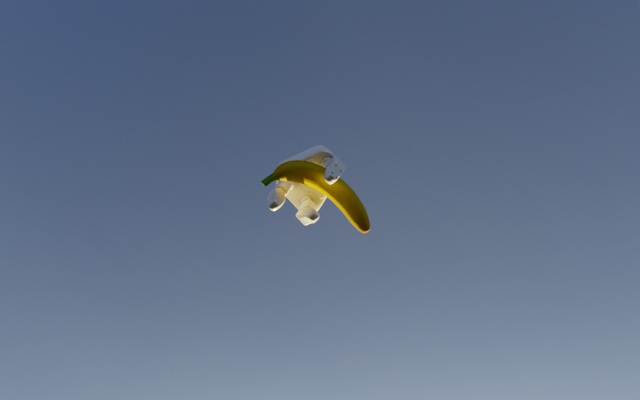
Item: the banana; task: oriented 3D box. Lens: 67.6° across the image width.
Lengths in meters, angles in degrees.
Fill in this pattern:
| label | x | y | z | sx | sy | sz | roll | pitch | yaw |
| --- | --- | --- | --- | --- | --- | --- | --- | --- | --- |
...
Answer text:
| label | x | y | z | sx | sy | sz | roll | pitch | yaw |
| --- | --- | --- | --- | --- | --- | --- | --- | --- | --- |
| banana | 0.005 | -0.016 | 0.777 | 0.198 | 0.069 | 0.037 | 26 | -3 | -14 |
